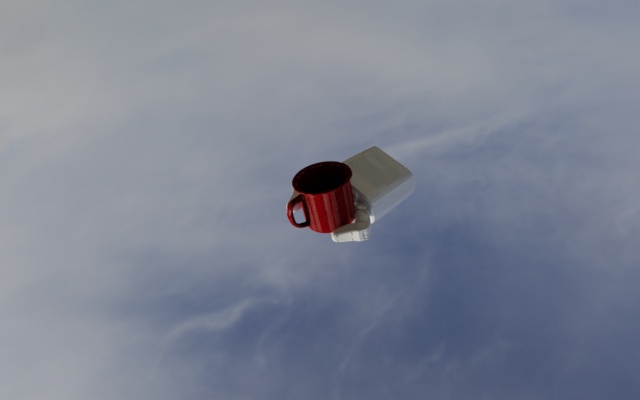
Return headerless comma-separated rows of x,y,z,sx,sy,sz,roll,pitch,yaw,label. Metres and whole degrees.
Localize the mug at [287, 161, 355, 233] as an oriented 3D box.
-0.001,0.003,0.738,0.117,0.082,0.093,-31,38,-25,mug
